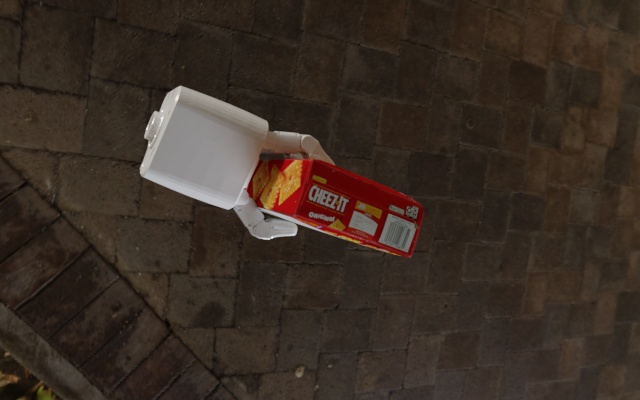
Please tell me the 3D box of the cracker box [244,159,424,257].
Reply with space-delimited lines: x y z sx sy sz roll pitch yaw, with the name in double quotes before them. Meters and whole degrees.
"cracker box" 0.000 0.002 0.610 0.164 0.072 0.213 21 -5 -28
